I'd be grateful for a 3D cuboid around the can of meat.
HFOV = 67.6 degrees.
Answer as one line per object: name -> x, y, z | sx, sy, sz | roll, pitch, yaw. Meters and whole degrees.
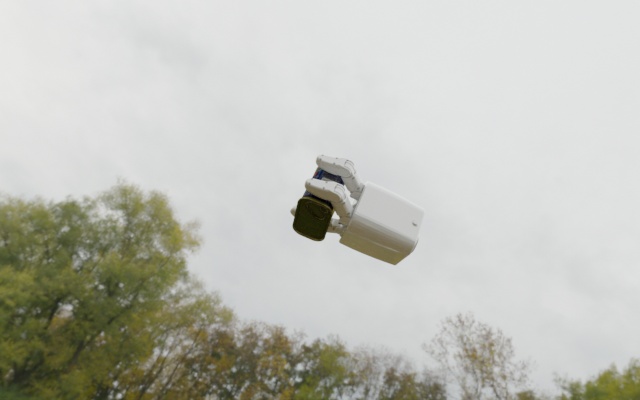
can of meat -> 0.000, 0.002, 0.772 | 0.057, 0.084, 0.102 | 22, -37, 5
